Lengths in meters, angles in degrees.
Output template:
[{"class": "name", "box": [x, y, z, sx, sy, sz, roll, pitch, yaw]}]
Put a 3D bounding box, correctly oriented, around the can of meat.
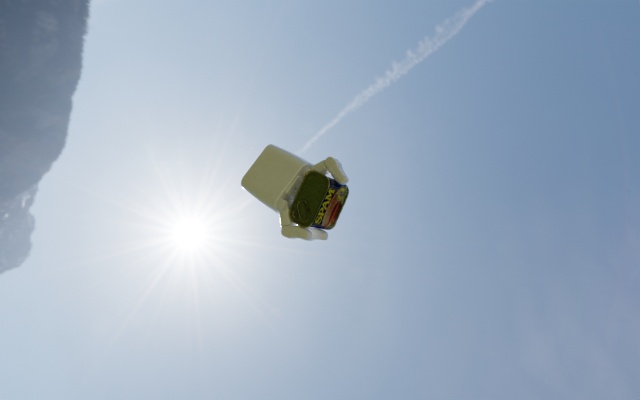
[{"class": "can of meat", "box": [0.000, 0.003, 0.879, 0.057, 0.102, 0.084, 28, 7, 32]}]
